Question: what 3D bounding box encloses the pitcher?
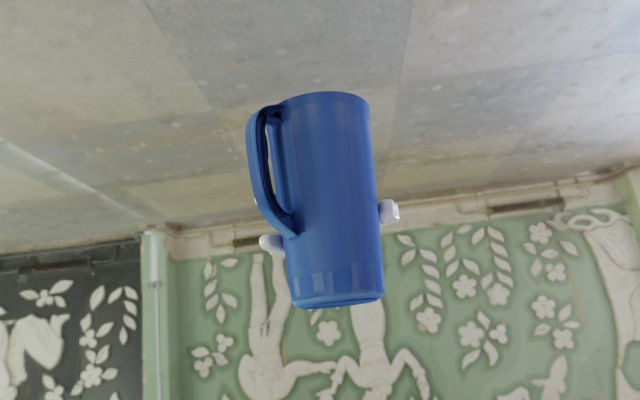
[{"bbox_3d":[0.000,0.002,0.569,0.149,0.242,0.145,-7,-16,1],"label":"pitcher"}]
